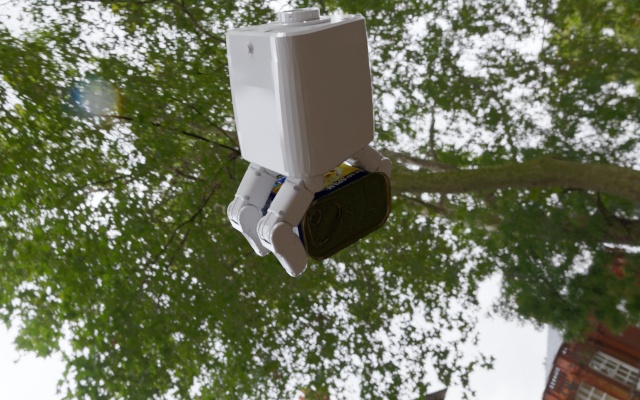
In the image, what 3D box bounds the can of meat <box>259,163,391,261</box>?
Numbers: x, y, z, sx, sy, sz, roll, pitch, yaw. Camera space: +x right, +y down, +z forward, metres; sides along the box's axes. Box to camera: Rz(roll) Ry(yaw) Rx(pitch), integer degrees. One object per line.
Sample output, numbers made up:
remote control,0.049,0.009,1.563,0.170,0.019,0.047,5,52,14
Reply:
can of meat,0.000,0.001,0.442,0.102,0.057,0.084,-27,33,-32
